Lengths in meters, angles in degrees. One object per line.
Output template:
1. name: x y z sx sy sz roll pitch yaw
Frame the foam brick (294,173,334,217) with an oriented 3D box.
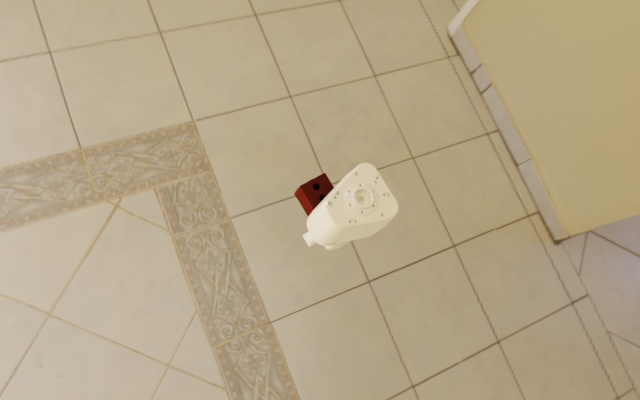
1. foam brick: 0.000 0.002 0.807 0.053 0.078 0.051 -29 -8 -19
